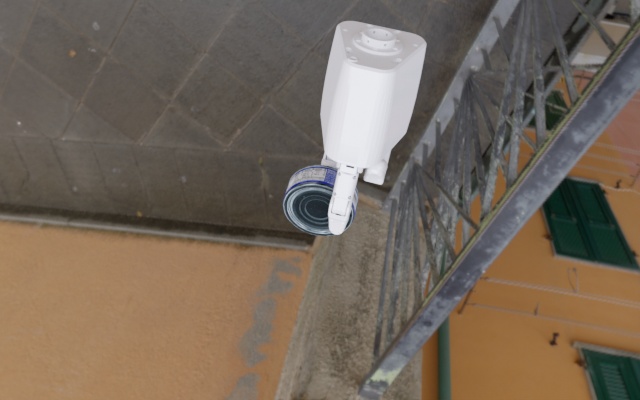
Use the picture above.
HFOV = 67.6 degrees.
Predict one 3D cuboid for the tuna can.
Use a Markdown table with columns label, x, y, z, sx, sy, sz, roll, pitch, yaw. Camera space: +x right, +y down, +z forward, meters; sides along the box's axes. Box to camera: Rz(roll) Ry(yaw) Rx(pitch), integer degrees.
| label | x | y | z | sx | sy | sz | roll | pitch | yaw |
| --- | --- | --- | --- | --- | --- | --- | --- | --- | --- |
| tuna can | 0.000 | 0.002 | 0.560 | 0.086 | 0.086 | 0.033 | 0 | 42 | 15 |
